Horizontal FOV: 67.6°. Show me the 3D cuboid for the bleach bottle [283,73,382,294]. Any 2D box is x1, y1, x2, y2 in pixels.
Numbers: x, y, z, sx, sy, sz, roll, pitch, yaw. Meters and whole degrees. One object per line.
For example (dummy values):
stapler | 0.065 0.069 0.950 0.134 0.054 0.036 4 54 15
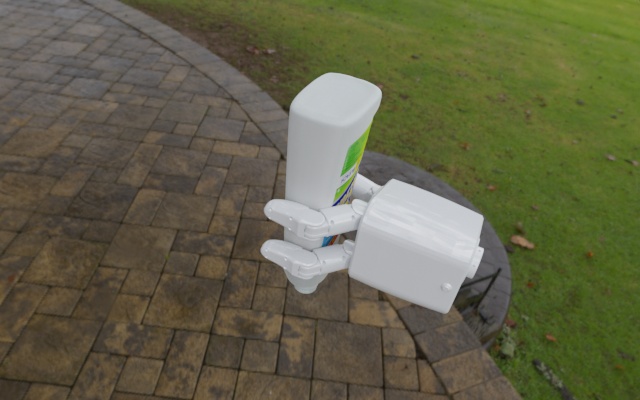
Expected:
bleach bottle | 0.000 0.002 0.510 0.068 0.251 0.102 22 41 15
